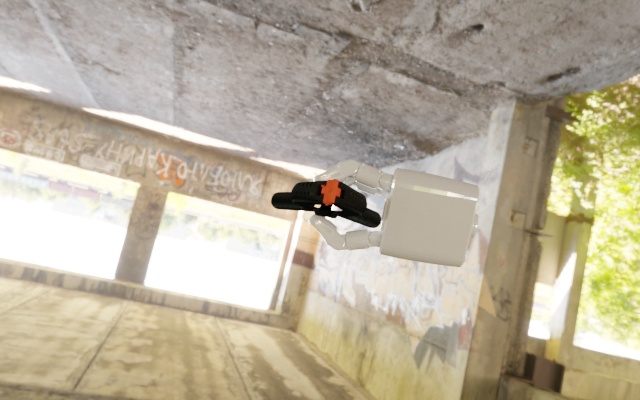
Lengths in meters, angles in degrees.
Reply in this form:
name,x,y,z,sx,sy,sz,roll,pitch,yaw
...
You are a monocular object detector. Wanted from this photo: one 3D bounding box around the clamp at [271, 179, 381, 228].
name,x,y,z,sx,sy,sz,roll,pitch,yaw
clamp,0.000,0.003,0.624,0.164,0.036,0.210,9,-8,7
